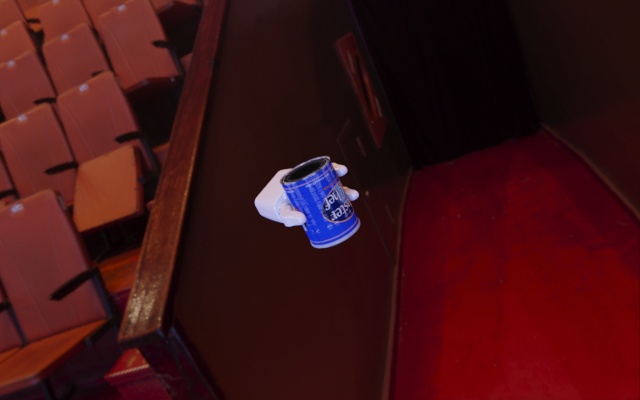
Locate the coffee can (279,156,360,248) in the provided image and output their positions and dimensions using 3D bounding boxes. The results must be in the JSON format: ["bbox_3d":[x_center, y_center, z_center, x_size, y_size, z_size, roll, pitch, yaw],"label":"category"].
[{"bbox_3d":[0.000,0.003,0.891,0.103,0.140,0.102,-23,19,8],"label":"coffee can"}]
